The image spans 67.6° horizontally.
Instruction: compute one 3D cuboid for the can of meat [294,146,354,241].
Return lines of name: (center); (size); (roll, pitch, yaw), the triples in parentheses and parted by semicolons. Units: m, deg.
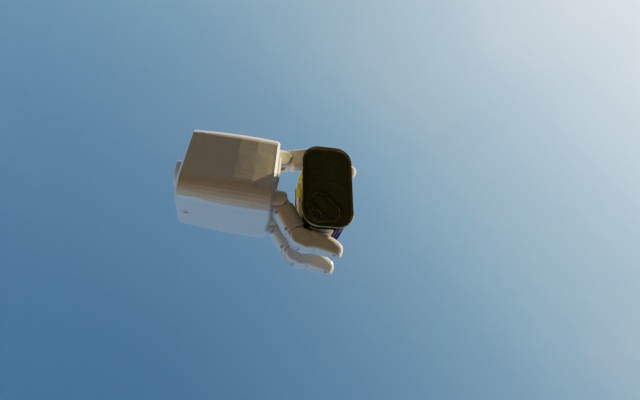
can of meat: (0.000, 0.002, 0.566); (0.057, 0.102, 0.084); (5, -28, -11)
